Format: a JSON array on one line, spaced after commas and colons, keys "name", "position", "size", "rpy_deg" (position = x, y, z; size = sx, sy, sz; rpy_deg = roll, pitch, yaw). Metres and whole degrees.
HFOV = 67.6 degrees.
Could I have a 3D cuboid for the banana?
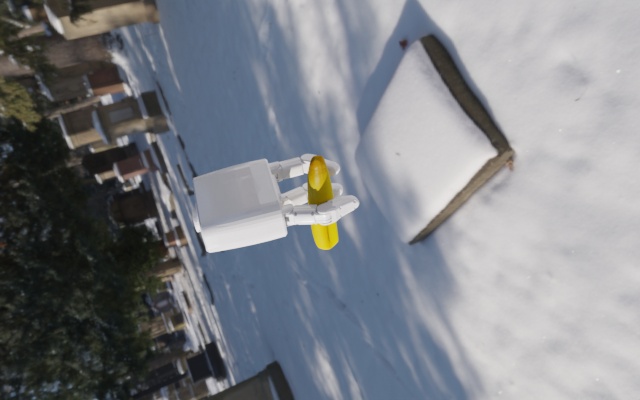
[{"name": "banana", "position": [0.003, 0.020, 0.677], "size": [0.037, 0.069, 0.198], "rpy_deg": [-9, -32, 0]}]
